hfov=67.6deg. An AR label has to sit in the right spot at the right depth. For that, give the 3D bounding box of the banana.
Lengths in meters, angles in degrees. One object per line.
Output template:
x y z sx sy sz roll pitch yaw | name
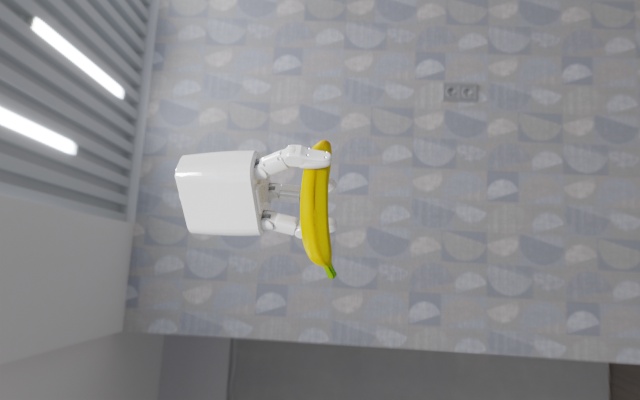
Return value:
-0.004 -0.001 0.625 0.037 0.197 0.070 -5 -20 12 | banana
